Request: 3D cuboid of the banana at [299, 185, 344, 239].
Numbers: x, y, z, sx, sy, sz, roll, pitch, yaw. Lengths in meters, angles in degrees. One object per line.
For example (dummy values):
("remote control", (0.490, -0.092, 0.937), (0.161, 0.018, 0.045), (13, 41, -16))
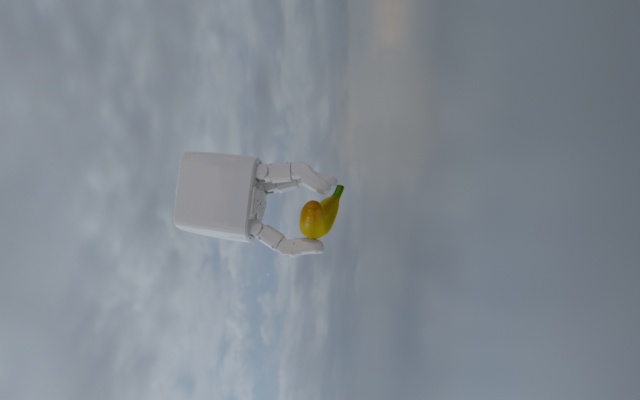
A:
("banana", (-0.003, 0.020, 0.652), (0.037, 0.069, 0.198), (12, 10, 8))
